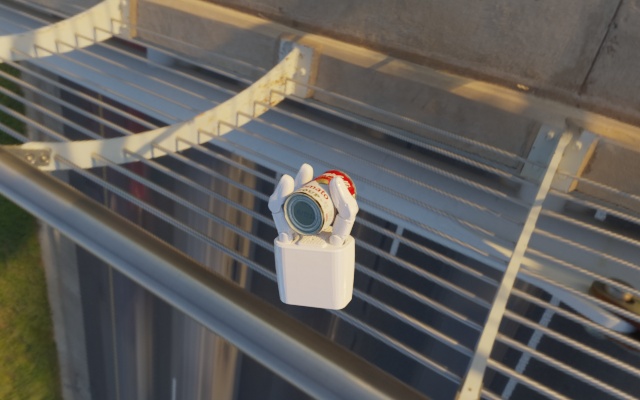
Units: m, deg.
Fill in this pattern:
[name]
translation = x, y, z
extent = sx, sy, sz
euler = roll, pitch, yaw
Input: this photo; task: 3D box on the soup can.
[soup can]
translation = 0.000, 0.002, 0.699
extent = 0.068, 0.068, 0.102
euler = 0, 21, 32
